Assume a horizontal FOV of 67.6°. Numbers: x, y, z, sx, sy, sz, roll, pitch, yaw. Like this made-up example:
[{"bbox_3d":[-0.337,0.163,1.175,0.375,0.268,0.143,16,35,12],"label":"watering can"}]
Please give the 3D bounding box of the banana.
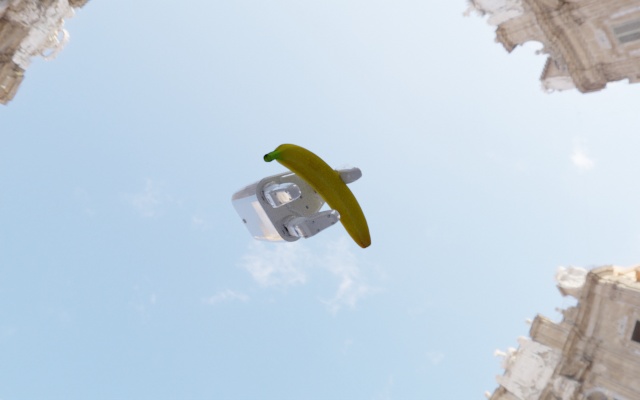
[{"bbox_3d":[0.003,-0.014,0.624,0.198,0.069,0.037,41,-39,-26],"label":"banana"}]
